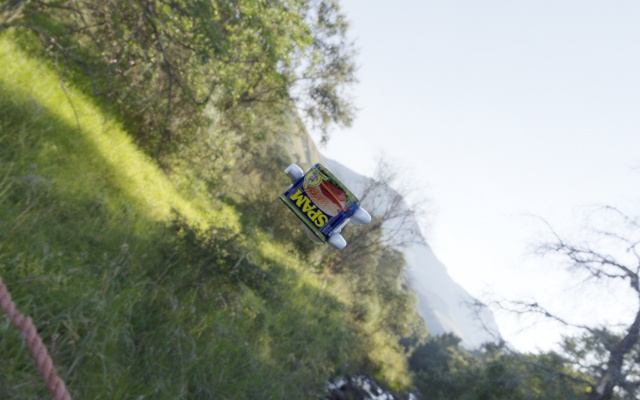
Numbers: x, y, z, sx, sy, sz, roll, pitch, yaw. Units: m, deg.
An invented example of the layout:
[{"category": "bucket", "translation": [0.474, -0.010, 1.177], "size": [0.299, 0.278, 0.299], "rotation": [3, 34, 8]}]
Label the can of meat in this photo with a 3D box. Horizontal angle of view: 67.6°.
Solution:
[{"category": "can of meat", "translation": [0.000, 0.002, 0.752], "size": [0.084, 0.102, 0.057], "rotation": [-43, -13, -6]}]
